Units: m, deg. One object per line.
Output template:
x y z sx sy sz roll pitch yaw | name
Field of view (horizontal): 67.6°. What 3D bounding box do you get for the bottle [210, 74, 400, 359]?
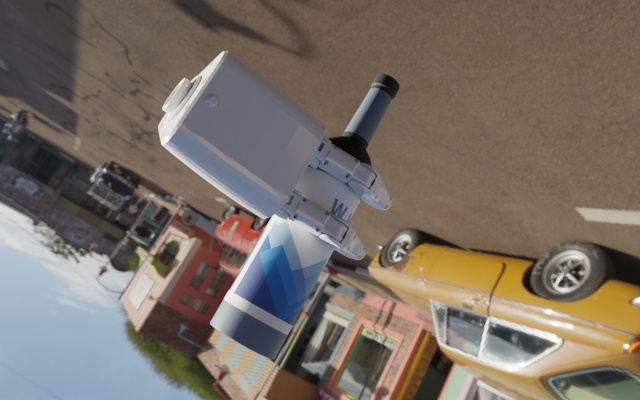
0.000 0.002 0.462 0.069 0.295 0.069 28 -14 7 | bottle
